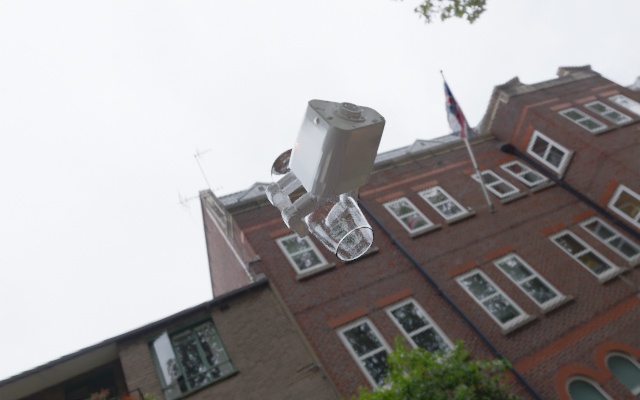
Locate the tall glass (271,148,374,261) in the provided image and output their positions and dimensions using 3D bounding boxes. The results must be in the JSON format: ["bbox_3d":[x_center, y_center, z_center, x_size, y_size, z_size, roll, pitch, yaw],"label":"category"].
[{"bbox_3d":[0.000,0.002,0.719,0.079,0.079,0.201,0,36,-37],"label":"tall glass"}]
